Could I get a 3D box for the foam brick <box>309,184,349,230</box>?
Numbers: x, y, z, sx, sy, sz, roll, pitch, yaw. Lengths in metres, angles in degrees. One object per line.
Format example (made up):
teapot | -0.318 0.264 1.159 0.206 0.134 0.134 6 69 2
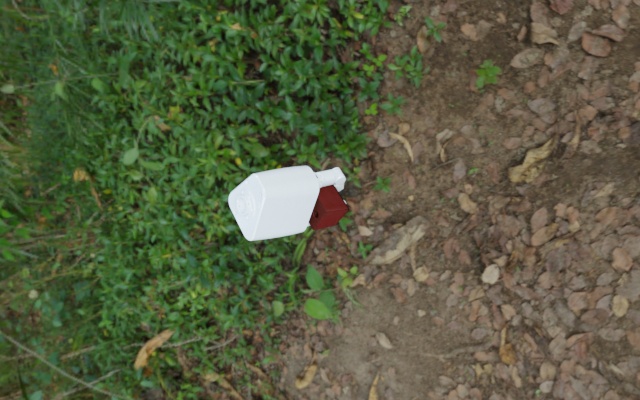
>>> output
foam brick | 0.000 0.003 0.809 0.051 0.078 0.053 -10 -32 -40
